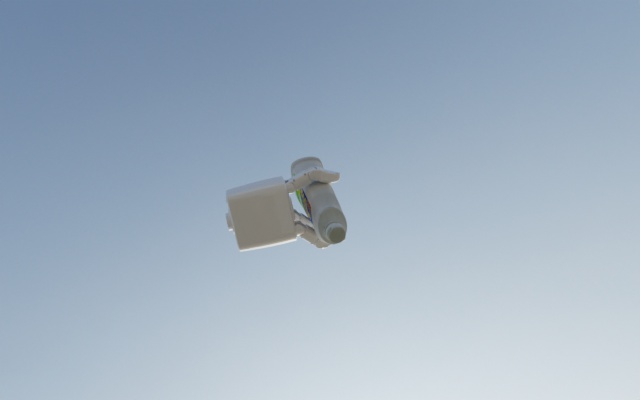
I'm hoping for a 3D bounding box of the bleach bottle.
[{"bbox_3d":[0.000,0.003,0.872,0.068,0.103,0.250,-13,23,-7],"label":"bleach bottle"}]
